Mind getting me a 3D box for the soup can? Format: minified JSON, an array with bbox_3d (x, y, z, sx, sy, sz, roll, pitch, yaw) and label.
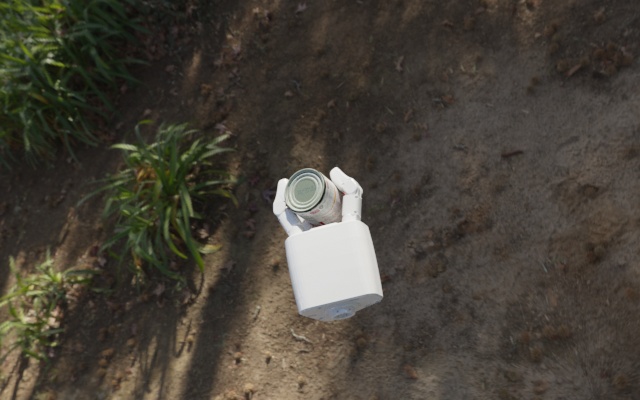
[{"bbox_3d":[0.000,0.002,0.703,0.068,0.068,0.102,0,-19,30],"label":"soup can"}]
